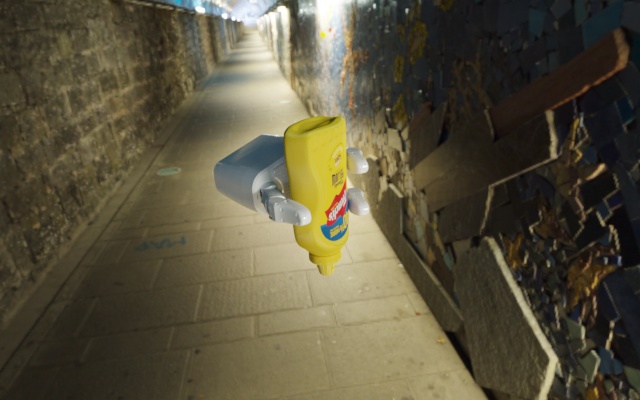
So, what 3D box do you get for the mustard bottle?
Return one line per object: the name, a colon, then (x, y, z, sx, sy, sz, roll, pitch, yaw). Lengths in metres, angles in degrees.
mustard bottle: (0.000, 0.002, 0.568, 0.058, 0.192, 0.096, 6, 23, 24)
